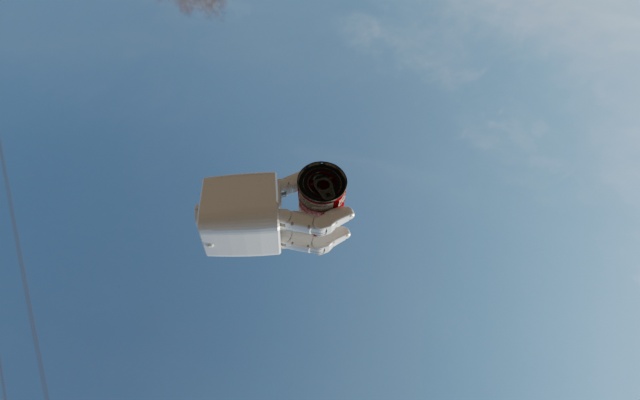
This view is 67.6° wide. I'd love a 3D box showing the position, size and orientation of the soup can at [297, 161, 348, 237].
[{"bbox_3d":[0.001,0.002,0.680,0.068,0.068,0.102,0,-34,-3],"label":"soup can"}]
